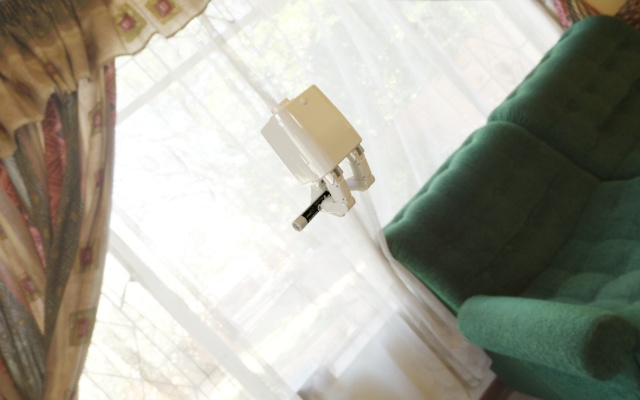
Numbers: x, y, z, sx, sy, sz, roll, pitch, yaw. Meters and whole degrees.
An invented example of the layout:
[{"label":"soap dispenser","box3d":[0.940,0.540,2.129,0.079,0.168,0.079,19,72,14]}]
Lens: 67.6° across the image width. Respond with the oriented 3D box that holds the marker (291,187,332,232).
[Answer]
[{"label":"marker","box3d":[0.000,0.002,0.714,0.020,0.020,0.121,0,36,46]}]
